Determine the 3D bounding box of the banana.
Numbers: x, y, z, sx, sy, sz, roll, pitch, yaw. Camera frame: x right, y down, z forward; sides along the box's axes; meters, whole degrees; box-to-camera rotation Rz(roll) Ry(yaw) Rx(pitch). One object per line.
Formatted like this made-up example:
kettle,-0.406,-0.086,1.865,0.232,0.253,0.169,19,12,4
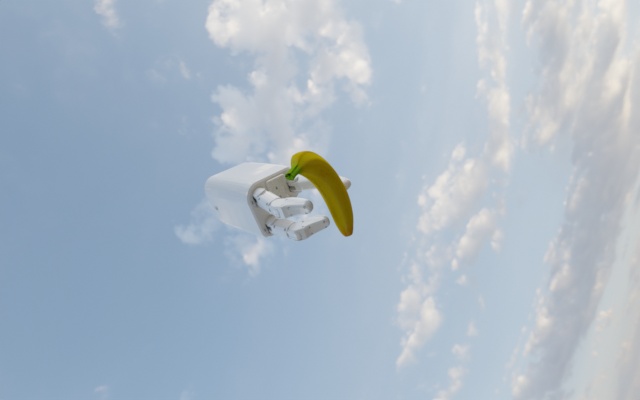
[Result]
banana,0.004,-0.016,0.672,0.037,0.069,0.198,7,-23,33
